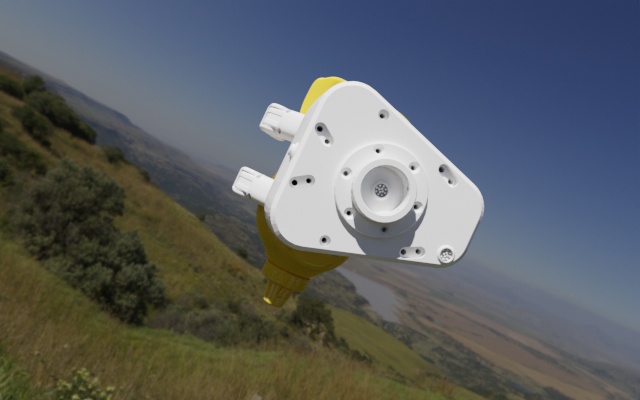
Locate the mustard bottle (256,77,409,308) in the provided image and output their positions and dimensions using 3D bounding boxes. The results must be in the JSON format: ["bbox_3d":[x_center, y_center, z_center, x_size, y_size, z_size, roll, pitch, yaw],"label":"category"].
[{"bbox_3d":[0.000,0.001,0.407,0.096,0.191,0.058,25,-1,-30],"label":"mustard bottle"}]
